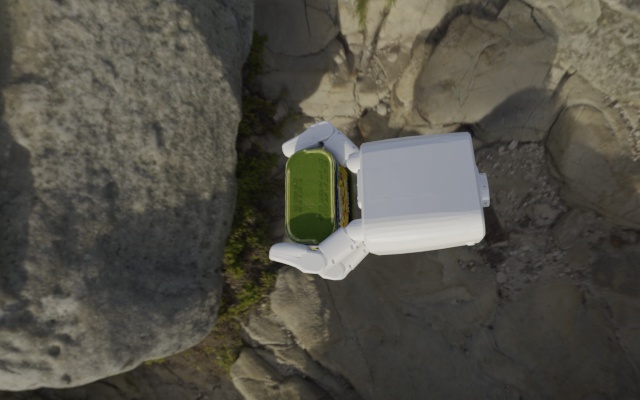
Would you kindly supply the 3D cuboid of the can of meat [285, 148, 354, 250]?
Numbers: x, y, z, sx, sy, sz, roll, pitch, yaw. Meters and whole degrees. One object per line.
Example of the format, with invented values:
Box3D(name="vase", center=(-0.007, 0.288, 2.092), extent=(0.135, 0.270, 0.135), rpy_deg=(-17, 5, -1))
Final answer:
Box3D(name="can of meat", center=(0.000, 0.002, 0.507), extent=(0.057, 0.102, 0.084), rpy_deg=(-4, -10, 14))
